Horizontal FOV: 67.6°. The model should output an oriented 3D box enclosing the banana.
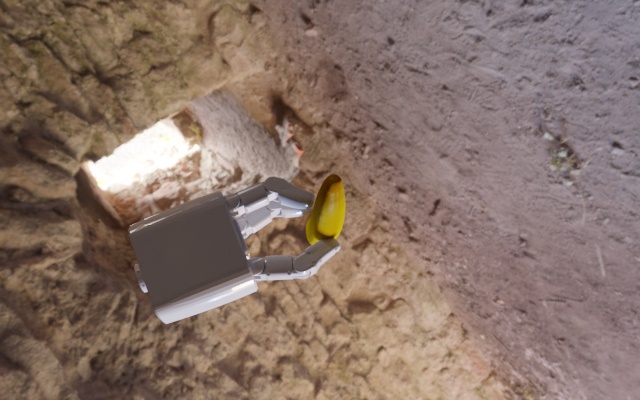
[{"bbox_3d":[0.002,0.021,0.567,0.037,0.069,0.198,-6,-7,-7],"label":"banana"}]
